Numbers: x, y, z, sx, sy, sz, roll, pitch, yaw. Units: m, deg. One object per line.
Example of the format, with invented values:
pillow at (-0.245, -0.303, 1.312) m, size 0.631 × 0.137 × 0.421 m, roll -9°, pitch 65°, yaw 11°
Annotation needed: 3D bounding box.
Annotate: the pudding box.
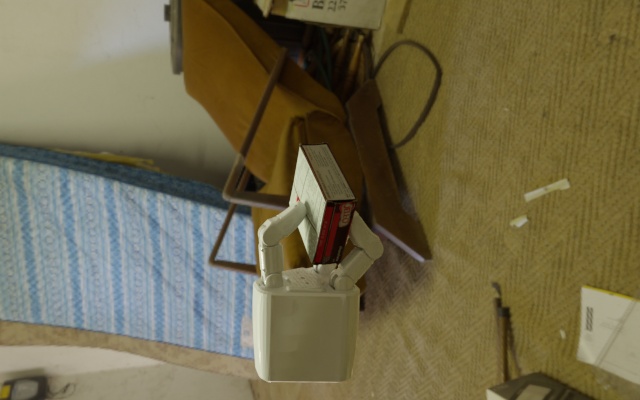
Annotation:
pudding box at (0.000, 0.002, 0.530) m, size 0.039 × 0.090 × 0.113 m, roll -2°, pitch 39°, yaw -20°
